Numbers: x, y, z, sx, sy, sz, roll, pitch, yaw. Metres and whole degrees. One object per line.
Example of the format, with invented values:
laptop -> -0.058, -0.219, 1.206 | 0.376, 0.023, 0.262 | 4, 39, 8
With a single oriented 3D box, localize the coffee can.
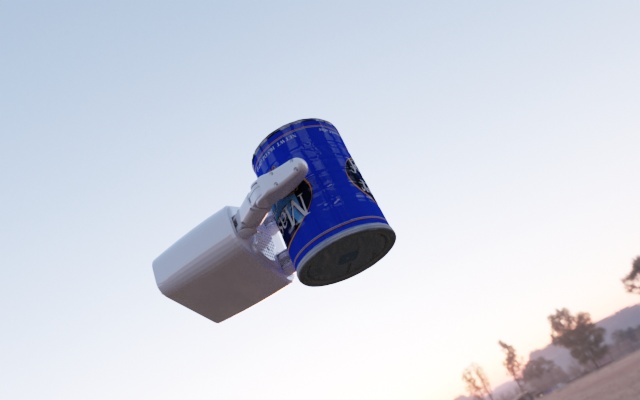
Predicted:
coffee can -> 0.000, 0.002, 0.488 | 0.103, 0.140, 0.103 | -19, -30, -12
